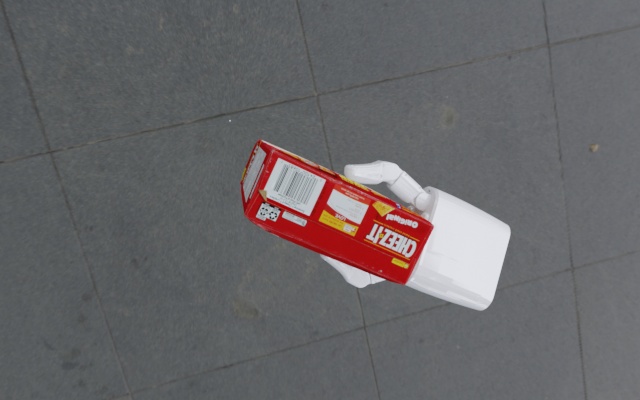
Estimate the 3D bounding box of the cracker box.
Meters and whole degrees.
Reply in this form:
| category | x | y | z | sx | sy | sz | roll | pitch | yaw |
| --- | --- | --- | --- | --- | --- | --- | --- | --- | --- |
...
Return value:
| category | x | y | z | sx | sy | sz | roll | pitch | yaw |
| --- | --- | --- | --- | --- | --- | --- | --- | --- | --- |
| cracker box | 0.000 | 0.002 | 0.513 | 0.164 | 0.072 | 0.213 | 24 | 4 | -13 |
